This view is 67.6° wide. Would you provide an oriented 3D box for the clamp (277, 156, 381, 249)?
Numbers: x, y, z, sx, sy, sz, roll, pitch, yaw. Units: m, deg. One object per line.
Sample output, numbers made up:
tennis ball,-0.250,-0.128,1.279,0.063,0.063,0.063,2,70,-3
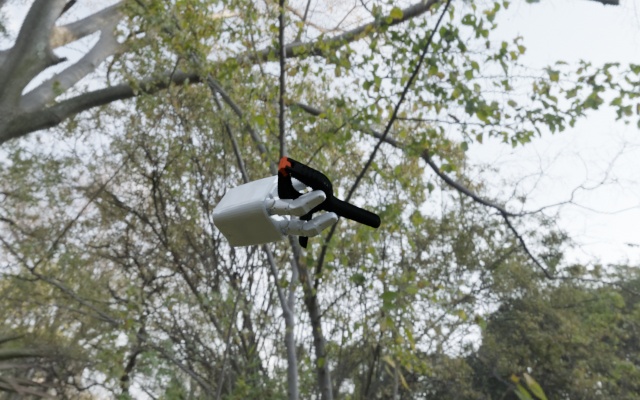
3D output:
clamp,0.000,0.002,0.815,0.164,0.036,0.210,-14,-46,19
